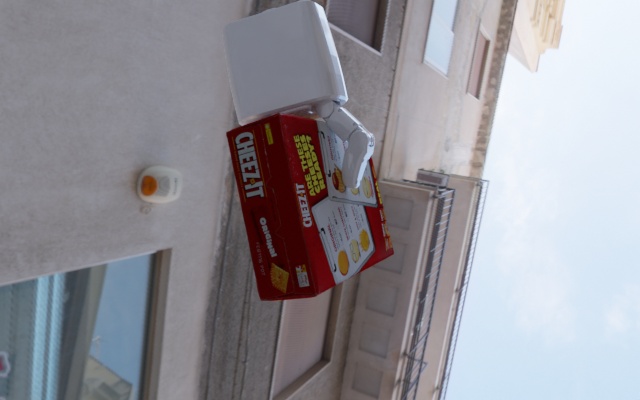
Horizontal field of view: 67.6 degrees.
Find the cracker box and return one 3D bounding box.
[{"bbox_3d":[0.000,0.002,0.517,0.072,0.164,0.213,-13,-2,27],"label":"cracker box"}]
